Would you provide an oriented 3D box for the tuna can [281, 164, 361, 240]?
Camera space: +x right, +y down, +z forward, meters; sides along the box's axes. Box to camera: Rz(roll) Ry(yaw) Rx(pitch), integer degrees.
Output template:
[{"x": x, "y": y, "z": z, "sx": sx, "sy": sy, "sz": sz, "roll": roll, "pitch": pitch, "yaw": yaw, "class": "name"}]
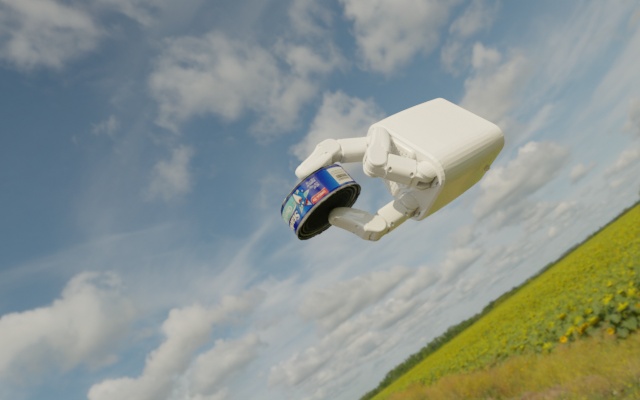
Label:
[{"x": 0.000, "y": 0.001, "z": 0.508, "sx": 0.086, "sy": 0.033, "sz": 0.086, "roll": -36, "pitch": -20, "yaw": -15, "class": "tuna can"}]
